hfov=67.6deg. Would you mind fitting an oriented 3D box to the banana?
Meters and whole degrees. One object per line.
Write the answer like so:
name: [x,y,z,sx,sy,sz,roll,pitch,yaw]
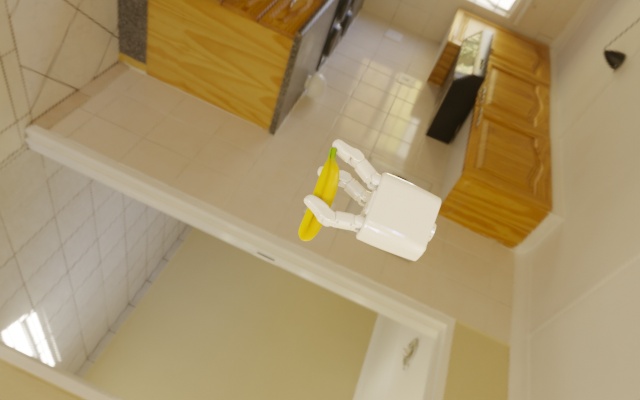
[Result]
banana: [-0.002,0.009,0.819,0.037,0.198,0.069,21,32,-1]
